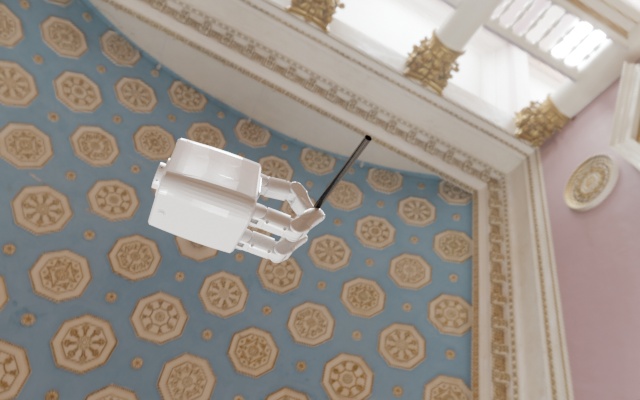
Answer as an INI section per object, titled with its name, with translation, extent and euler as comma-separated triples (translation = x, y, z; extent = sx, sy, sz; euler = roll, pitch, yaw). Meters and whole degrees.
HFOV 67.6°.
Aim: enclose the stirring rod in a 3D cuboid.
[stirring rod]
translation = 0.000, 0.002, 0.585
extent = 0.011, 0.011, 0.240
euler = 0, -34, -30
